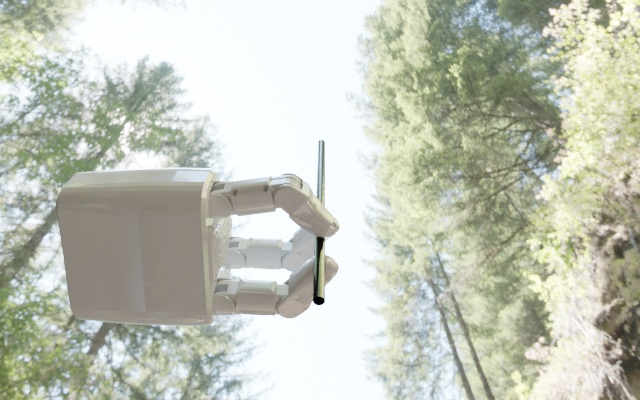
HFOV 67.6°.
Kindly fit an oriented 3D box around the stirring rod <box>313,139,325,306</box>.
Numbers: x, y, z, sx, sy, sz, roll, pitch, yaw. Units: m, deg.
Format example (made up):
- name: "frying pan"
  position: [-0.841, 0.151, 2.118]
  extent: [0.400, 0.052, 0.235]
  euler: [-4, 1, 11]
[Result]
- name: "stirring rod"
  position: [0.000, 0.001, 0.407]
  extent: [0.011, 0.011, 0.239]
  euler: [0, 32, 1]
